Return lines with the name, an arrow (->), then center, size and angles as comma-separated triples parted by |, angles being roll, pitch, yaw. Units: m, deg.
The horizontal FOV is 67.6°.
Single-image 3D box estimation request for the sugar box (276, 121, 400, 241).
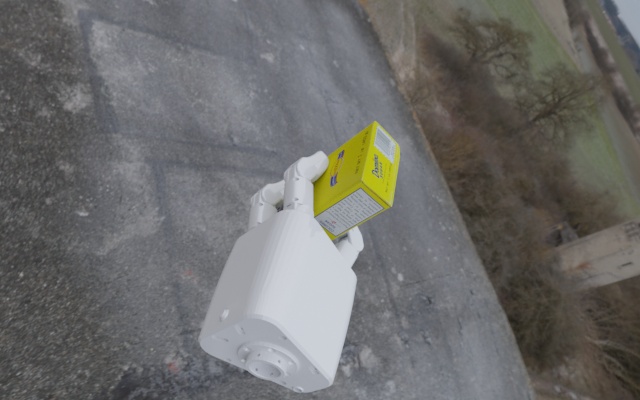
sugar box -> 0.000, 0.001, 0.490 | 0.048, 0.093, 0.176 | 41, -50, -22
